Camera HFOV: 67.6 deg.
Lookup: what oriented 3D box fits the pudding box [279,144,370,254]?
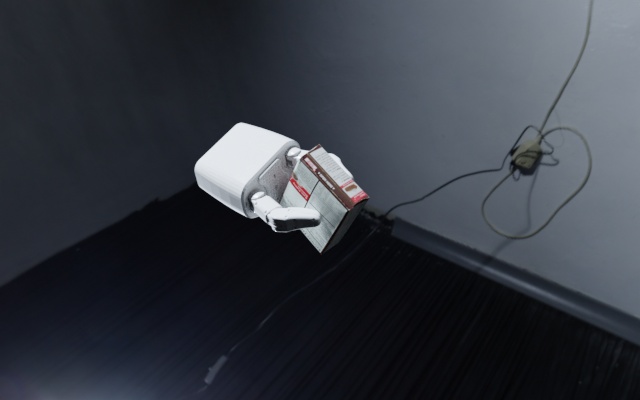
[{"bbox_3d":[0.000,0.002,0.585,0.039,0.090,0.114,-34,-16,-33],"label":"pudding box"}]
